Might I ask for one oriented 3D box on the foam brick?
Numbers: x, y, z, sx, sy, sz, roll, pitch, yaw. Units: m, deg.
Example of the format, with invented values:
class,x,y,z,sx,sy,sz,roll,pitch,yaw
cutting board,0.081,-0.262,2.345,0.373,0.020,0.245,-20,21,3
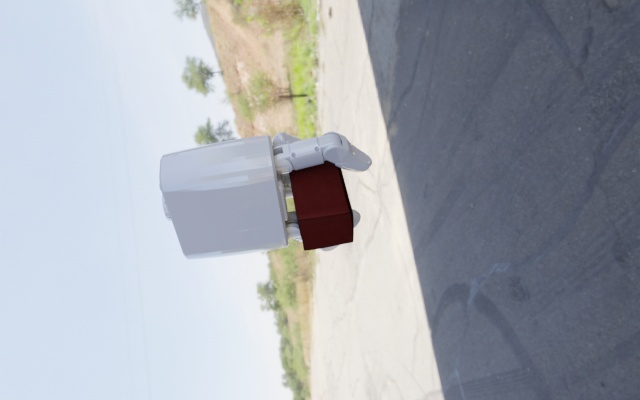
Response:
class,x,y,z,sx,sy,sz,roll,pitch,yaw
foam brick,0.000,0.002,0.469,0.051,0.078,0.053,-10,-39,-2
